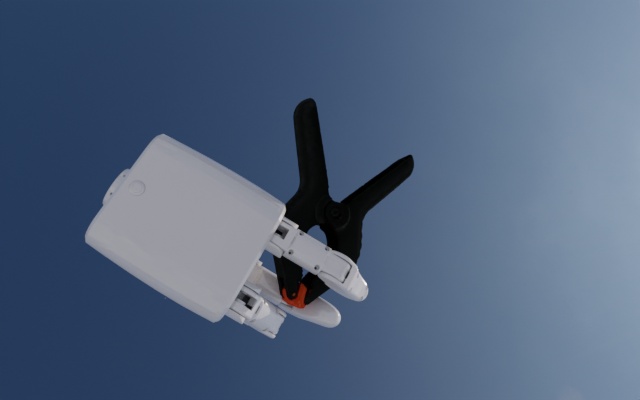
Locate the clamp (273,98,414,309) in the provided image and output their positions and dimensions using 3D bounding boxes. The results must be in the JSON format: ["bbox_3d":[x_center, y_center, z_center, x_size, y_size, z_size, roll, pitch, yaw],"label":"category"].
[{"bbox_3d":[0.000,0.002,0.403,0.120,0.171,0.039,33,-19,-10],"label":"clamp"}]
